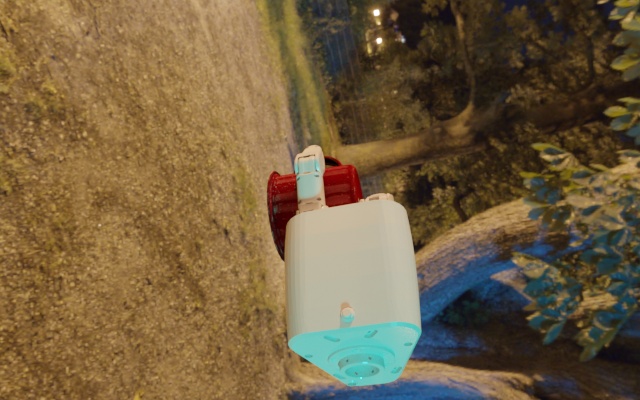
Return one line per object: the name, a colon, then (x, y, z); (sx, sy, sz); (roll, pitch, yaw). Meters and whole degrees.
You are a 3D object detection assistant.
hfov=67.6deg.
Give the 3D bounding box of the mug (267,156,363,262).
mug: (0.000, 0.000, 0.476); (0.081, 0.117, 0.093); (-9, -41, 9)
